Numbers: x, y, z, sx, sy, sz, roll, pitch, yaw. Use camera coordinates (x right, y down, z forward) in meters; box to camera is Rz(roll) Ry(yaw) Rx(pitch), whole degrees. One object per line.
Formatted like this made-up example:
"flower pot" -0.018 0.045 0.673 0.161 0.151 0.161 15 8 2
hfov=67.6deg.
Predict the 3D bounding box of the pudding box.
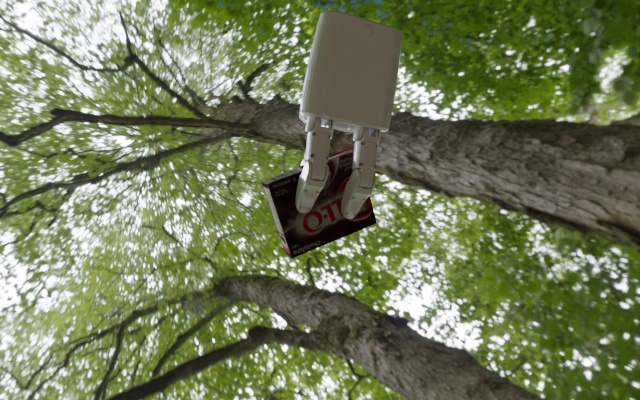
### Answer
"pudding box" 0.000 0.002 0.541 0.113 0.090 0.039 -21 16 -15
